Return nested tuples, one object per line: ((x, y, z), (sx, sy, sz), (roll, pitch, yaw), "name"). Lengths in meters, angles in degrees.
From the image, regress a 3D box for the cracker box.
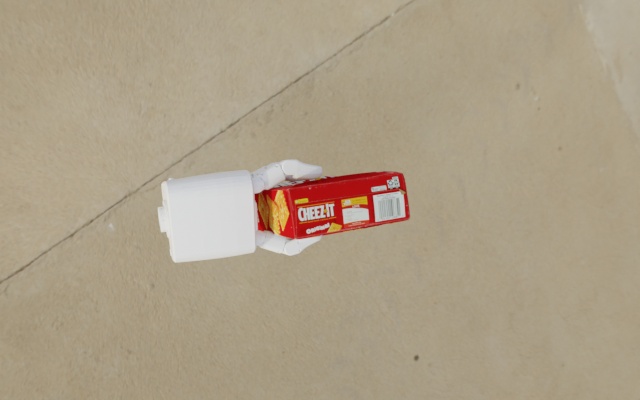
((0.000, 0.002, 0.685), (0.164, 0.072, 0.213), (-9, 5, -21), "cracker box")
